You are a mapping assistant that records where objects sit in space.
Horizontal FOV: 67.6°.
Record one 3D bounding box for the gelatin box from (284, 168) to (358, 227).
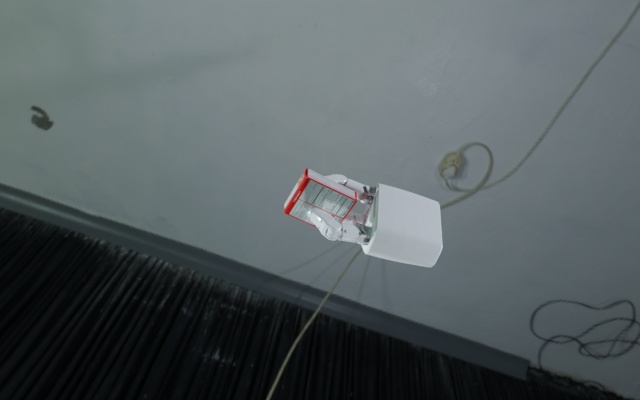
[{"bbox_3d":[0.000,0.002,0.718,0.089,0.073,0.030,24,30,-17],"label":"gelatin box"}]
